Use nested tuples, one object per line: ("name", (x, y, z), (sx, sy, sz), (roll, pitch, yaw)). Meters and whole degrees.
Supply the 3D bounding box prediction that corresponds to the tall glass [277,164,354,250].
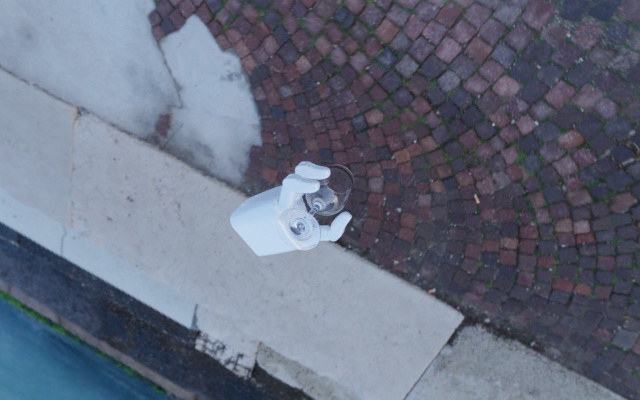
("tall glass", (0.000, 0.003, 0.825), (0.079, 0.079, 0.201), (0, 26, 23))
